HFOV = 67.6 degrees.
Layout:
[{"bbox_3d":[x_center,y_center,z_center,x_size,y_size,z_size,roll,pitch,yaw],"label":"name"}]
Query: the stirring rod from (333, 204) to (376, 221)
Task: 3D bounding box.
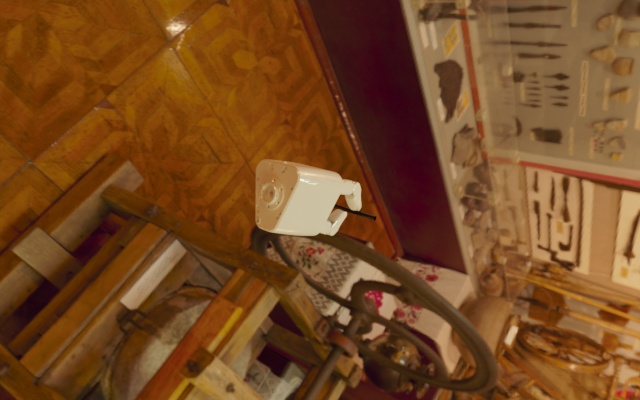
[{"bbox_3d":[0.000,0.003,0.875,0.239,0.011,0.011,16,10,37],"label":"stirring rod"}]
